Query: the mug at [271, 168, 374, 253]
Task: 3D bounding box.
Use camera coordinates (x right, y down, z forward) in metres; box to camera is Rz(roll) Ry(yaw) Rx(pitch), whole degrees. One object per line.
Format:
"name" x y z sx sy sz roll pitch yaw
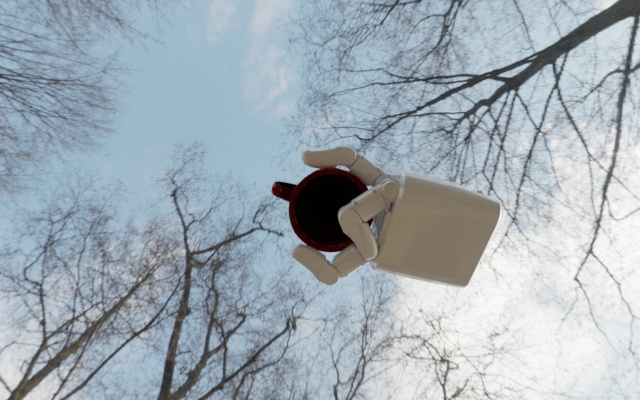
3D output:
"mug" -0.001 0.001 0.555 0.117 0.093 0.081 15 9 -3
